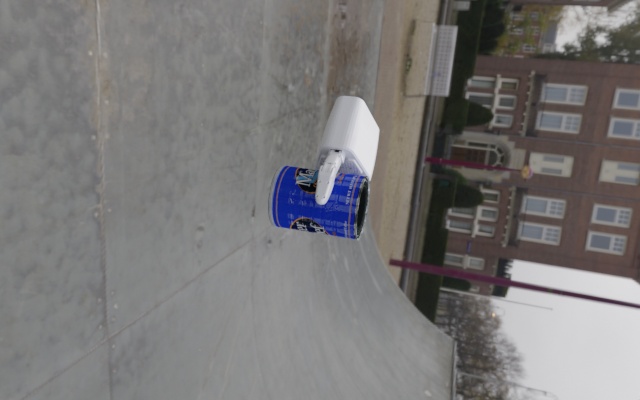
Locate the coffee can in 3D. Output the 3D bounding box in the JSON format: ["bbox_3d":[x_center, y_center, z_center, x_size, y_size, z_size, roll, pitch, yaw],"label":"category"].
[{"bbox_3d":[0.000,0.003,0.762,0.140,0.103,0.103,8,2,14],"label":"coffee can"}]
